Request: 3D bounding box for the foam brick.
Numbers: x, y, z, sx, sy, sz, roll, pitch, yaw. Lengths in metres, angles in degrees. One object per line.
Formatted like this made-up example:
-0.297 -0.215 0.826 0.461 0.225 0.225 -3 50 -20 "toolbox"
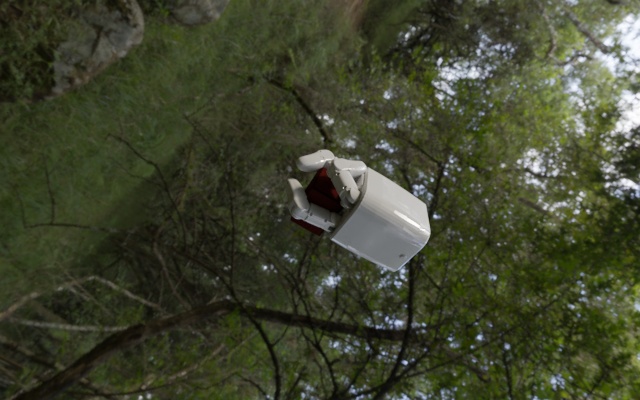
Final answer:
0.000 0.002 0.681 0.051 0.053 0.078 29 -47 -8 "foam brick"
